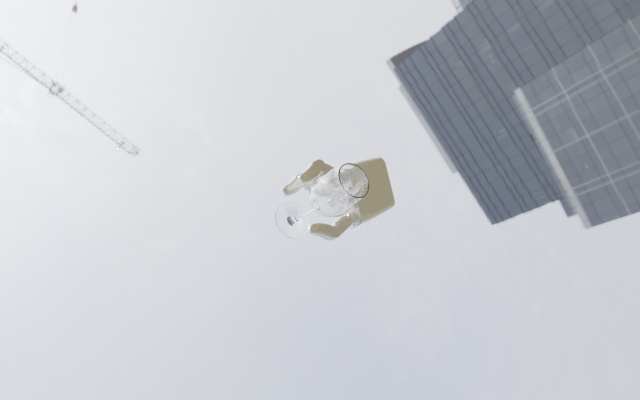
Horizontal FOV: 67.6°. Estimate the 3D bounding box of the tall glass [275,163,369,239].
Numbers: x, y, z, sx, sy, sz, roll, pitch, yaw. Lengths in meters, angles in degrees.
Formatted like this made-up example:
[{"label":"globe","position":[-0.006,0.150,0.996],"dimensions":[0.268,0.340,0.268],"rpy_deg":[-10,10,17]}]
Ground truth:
[{"label":"tall glass","position":[0.000,0.003,0.840],"dimensions":[0.079,0.079,0.201],"rpy_deg":[0,-21,-35]}]
